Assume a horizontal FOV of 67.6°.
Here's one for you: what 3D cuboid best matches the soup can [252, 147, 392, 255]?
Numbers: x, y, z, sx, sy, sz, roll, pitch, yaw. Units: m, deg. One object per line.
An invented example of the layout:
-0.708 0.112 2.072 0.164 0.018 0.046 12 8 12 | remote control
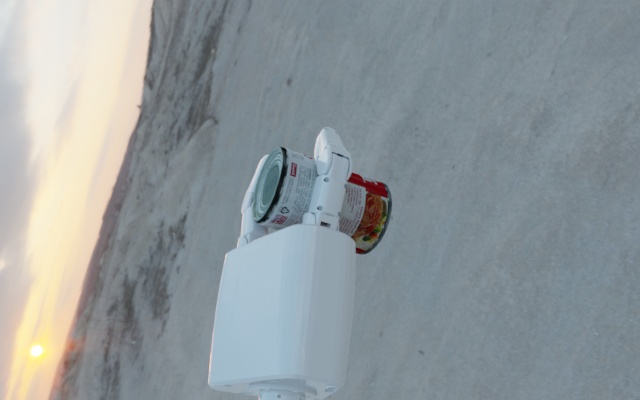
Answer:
0.000 0.001 0.410 0.102 0.068 0.068 18 -7 -22 | soup can
